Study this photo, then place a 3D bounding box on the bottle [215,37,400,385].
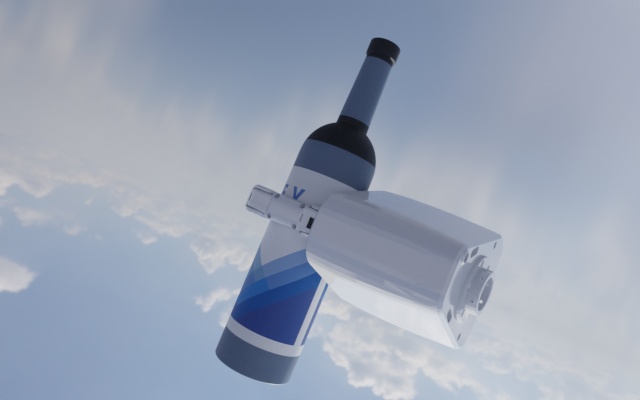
[{"bbox_3d":[0.000,0.002,0.405,0.069,0.295,0.069,23,-3,1],"label":"bottle"}]
